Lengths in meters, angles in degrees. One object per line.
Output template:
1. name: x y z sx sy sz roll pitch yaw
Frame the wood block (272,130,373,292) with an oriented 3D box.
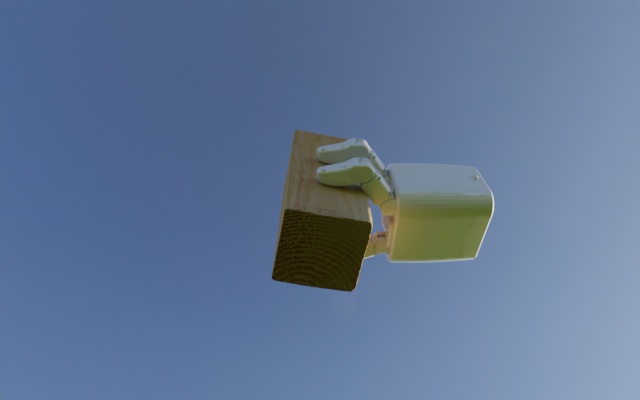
1. wood block: 0.000 0.002 0.564 0.090 0.091 0.206 9 29 -5
